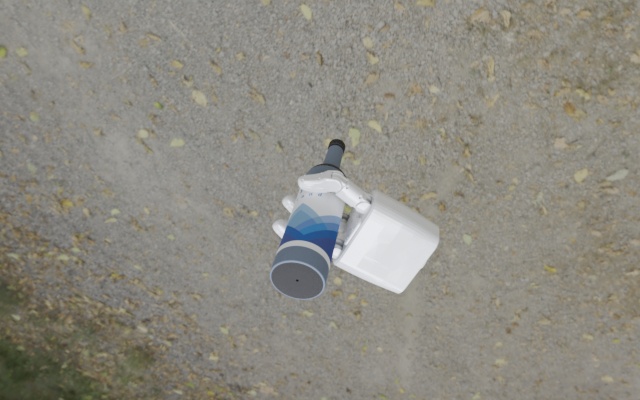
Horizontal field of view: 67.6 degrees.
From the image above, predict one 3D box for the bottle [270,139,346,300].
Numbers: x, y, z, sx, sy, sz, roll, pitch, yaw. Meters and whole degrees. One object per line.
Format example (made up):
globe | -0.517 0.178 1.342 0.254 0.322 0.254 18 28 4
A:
bottle | 0.000 0.002 0.663 0.069 0.069 0.295 0 38 14
